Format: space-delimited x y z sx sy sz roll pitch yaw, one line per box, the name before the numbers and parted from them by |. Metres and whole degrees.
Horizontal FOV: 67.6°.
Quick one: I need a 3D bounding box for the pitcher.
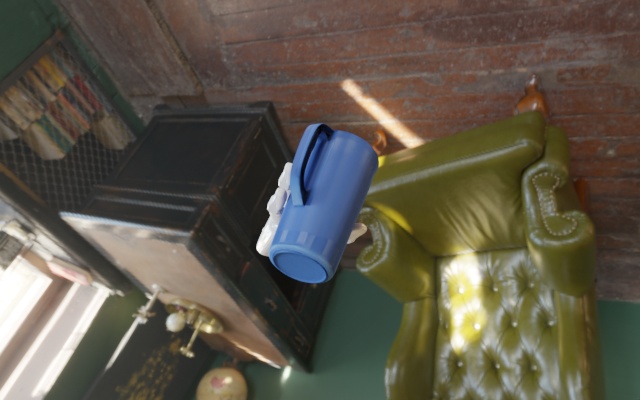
pitcher | 0.000 0.003 0.788 0.149 0.242 0.145 26 -34 -7
